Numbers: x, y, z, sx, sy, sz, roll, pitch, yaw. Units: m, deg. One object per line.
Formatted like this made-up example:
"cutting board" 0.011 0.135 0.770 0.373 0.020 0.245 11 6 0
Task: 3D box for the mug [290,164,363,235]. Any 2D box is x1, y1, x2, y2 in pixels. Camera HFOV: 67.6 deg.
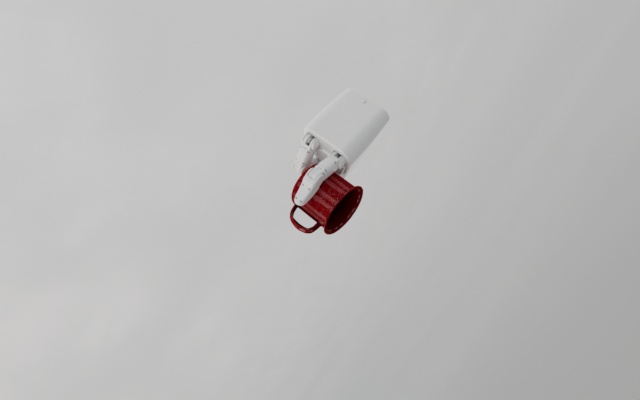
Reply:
"mug" -0.001 0.003 0.761 0.081 0.117 0.093 37 -17 23
